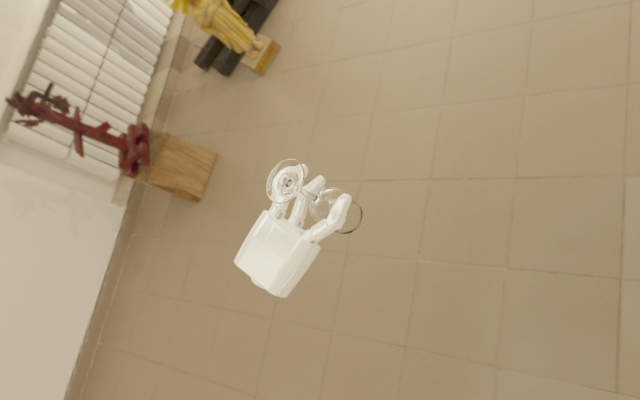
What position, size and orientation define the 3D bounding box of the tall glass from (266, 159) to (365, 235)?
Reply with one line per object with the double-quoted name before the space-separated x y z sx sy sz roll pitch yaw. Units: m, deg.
"tall glass" 0.000 0.002 0.812 0.079 0.079 0.201 0 -19 36
